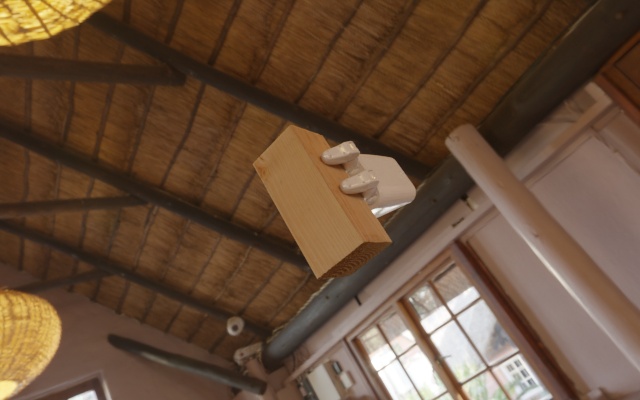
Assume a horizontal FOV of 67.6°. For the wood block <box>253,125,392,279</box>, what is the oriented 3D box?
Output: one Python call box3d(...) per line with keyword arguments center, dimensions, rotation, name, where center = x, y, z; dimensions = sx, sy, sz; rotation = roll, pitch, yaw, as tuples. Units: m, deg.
box3d(center=(0.000, 0.002, 0.698), dimensions=(0.091, 0.206, 0.090), rotation=(-43, -26, 24), name="wood block")
